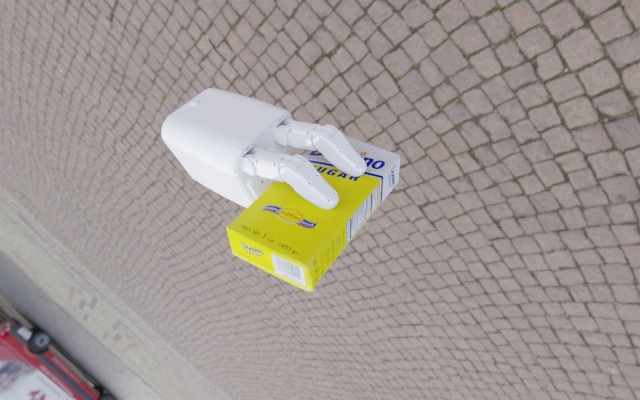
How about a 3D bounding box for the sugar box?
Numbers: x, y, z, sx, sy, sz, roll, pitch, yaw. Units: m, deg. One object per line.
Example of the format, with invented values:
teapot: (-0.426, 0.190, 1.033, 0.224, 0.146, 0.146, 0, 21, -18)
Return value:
sugar box: (0.000, 0.001, 0.478, 0.093, 0.048, 0.176, 22, 51, 24)
